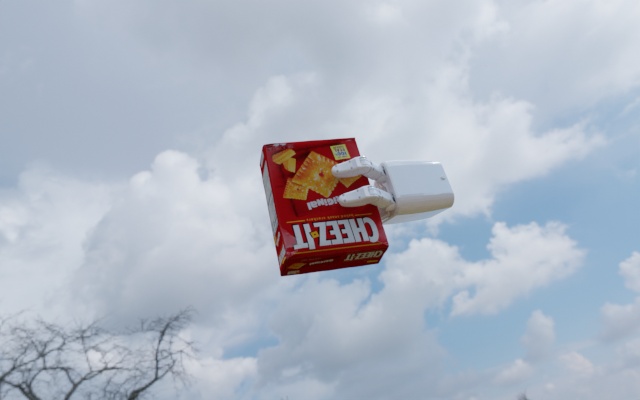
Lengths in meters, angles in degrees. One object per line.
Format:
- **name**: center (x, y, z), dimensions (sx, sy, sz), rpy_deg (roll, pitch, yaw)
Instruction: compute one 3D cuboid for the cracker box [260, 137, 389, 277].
- **cracker box**: center (0.000, 0.002, 0.771), dimensions (0.164, 0.213, 0.072), rpy_deg (-6, -31, -15)
